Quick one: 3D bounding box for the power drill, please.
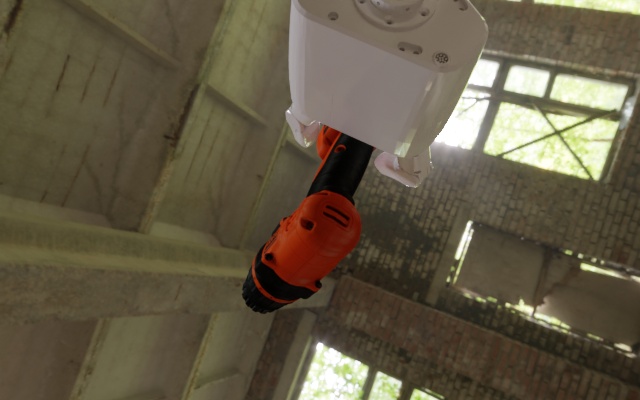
[{"bbox_3d":[0.000,0.001,0.416,0.057,0.187,0.184,30,-35,-10],"label":"power drill"}]
